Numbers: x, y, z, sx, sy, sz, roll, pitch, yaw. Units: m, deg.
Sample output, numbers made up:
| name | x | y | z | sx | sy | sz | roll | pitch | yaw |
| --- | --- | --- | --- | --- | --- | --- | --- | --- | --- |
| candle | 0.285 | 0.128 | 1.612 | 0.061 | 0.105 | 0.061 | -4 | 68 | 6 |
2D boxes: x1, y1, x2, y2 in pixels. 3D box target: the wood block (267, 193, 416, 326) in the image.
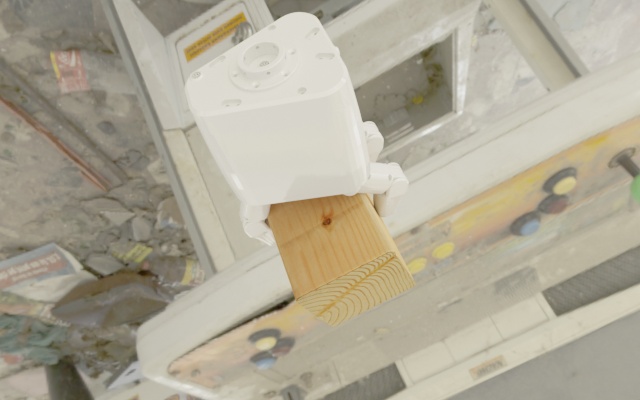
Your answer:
| name | x | y | z | sx | sy | sz | roll | pitch | yaw |
| --- | --- | --- | --- | --- | --- | --- | --- | --- | --- |
| wood block | 0.000 | 0.002 | 0.467 | 0.091 | 0.206 | 0.090 | -28 | -35 | 8 |
